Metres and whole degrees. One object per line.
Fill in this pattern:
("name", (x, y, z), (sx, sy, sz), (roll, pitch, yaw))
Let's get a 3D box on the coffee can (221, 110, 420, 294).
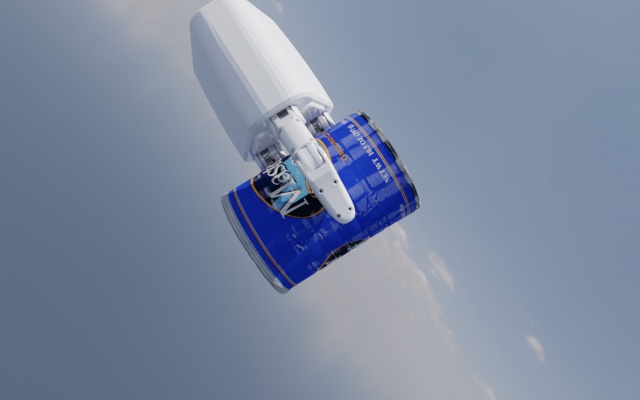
("coffee can", (0.000, 0.002, 0.420), (0.140, 0.103, 0.103), (-32, 0, -1))
